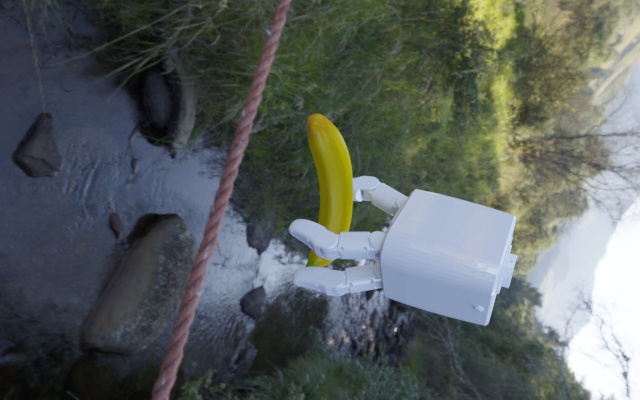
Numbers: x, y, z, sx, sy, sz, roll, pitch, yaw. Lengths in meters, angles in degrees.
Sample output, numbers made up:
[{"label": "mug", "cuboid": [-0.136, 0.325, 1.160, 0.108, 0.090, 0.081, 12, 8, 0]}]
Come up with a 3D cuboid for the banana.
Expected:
[{"label": "banana", "cuboid": [0.009, -0.002, 0.512, 0.037, 0.198, 0.069, 17, 31, 25]}]
